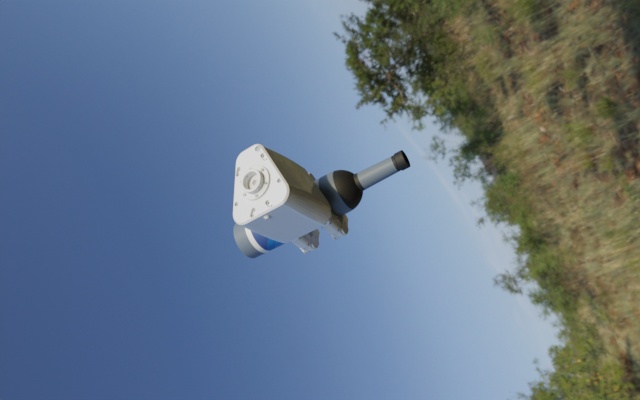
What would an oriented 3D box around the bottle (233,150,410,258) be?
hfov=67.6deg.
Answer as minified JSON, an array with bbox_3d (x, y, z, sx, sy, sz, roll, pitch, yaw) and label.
[{"bbox_3d":[0.000,0.003,0.734,0.296,0.069,0.069,-27,-11,21],"label":"bottle"}]
